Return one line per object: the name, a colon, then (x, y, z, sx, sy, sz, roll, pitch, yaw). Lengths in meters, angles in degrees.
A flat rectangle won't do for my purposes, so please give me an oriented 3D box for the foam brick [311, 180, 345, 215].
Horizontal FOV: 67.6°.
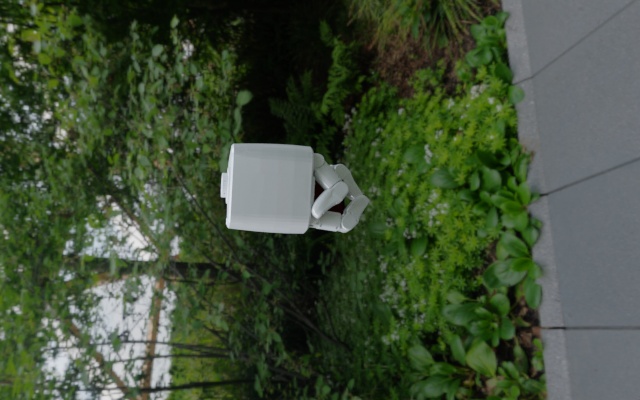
foam brick: (0.000, 0.002, 0.700, 0.051, 0.053, 0.078, 2, -15, -14)
